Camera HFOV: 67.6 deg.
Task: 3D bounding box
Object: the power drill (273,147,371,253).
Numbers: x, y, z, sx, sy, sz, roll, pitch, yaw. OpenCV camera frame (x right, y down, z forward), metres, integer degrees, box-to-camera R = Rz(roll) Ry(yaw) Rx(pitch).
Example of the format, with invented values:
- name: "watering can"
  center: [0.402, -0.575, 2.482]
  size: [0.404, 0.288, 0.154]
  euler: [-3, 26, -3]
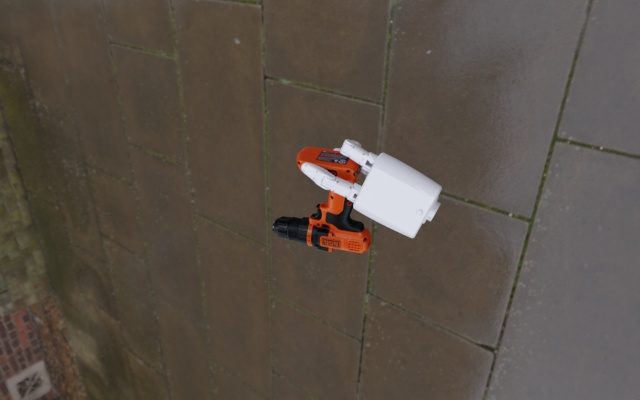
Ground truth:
- name: "power drill"
  center: [0.000, 0.002, 0.832]
  size: [0.184, 0.188, 0.057]
  euler: [8, 36, 13]
